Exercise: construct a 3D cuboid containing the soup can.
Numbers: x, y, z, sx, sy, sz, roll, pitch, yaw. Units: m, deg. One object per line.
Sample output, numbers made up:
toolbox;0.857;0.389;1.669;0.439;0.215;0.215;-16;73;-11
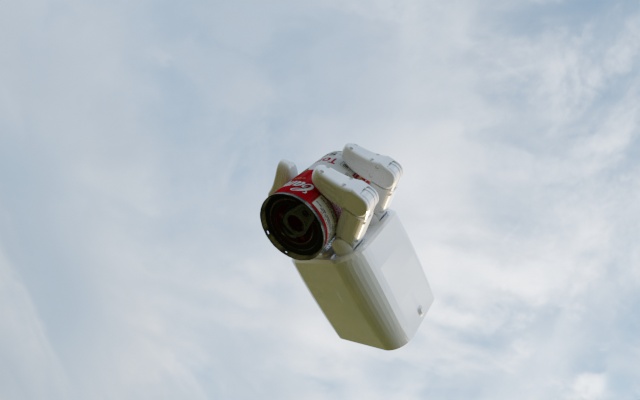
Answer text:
soup can;0.000;0.001;0.455;0.068;0.068;0.102;0;27;35
